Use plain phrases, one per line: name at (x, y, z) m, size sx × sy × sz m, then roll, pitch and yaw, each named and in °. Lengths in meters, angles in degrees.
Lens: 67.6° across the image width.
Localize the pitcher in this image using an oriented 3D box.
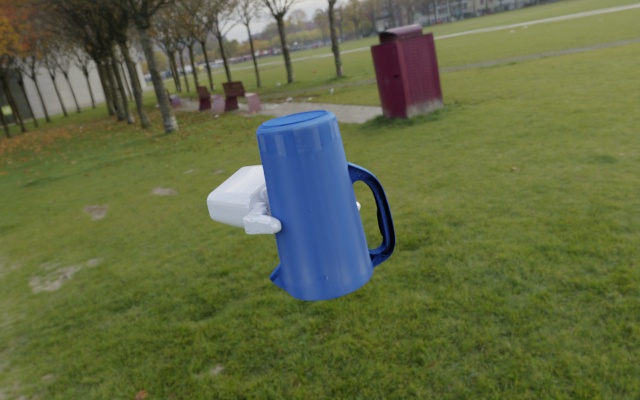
pitcher at (0.000, 0.002, 0.663) m, size 0.145 × 0.243 × 0.149 m, roll 5°, pitch 24°, yaw 41°
